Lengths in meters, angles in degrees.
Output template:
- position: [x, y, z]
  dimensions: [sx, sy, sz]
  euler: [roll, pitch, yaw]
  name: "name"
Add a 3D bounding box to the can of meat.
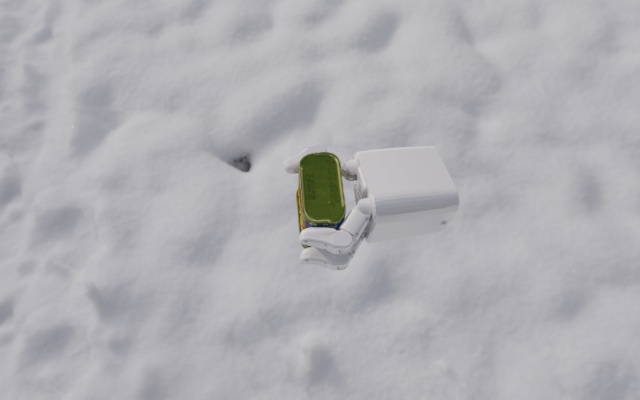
- position: [0.000, 0.002, 0.595]
  dimensions: [0.057, 0.102, 0.084]
  euler: [-4, -27, -5]
  name: "can of meat"
